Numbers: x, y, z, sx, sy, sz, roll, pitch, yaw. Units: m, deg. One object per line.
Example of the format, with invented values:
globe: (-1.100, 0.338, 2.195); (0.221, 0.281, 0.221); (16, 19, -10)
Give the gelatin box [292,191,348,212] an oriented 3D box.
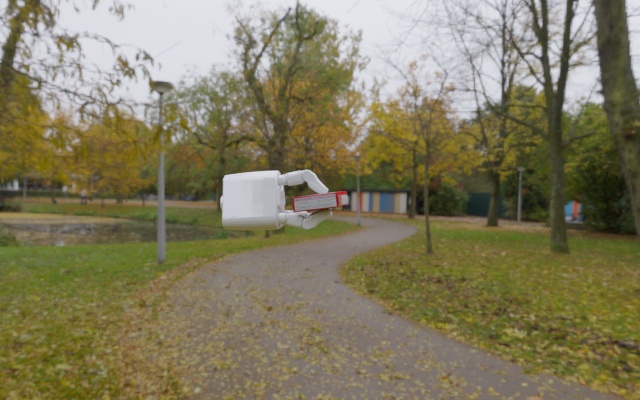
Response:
gelatin box: (0.000, 0.002, 0.894); (0.089, 0.030, 0.073); (-8, 0, 18)
